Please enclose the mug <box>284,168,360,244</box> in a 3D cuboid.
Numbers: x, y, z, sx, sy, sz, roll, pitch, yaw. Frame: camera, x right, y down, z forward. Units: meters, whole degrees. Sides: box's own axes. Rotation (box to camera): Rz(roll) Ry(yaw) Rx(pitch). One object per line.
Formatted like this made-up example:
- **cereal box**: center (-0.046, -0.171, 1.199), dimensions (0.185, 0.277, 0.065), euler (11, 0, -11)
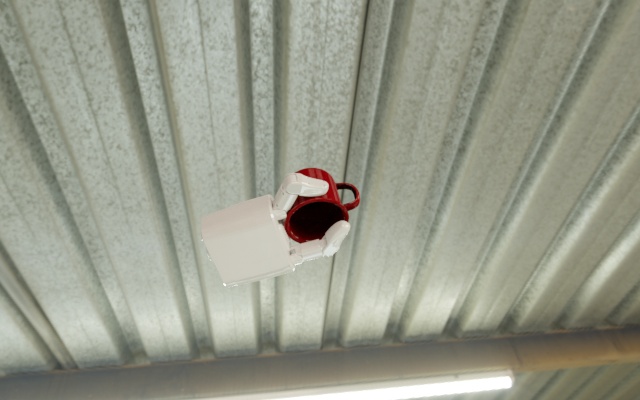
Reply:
- **mug**: center (0.001, 0.002, 0.706), dimensions (0.117, 0.093, 0.081), euler (-16, 43, 3)
